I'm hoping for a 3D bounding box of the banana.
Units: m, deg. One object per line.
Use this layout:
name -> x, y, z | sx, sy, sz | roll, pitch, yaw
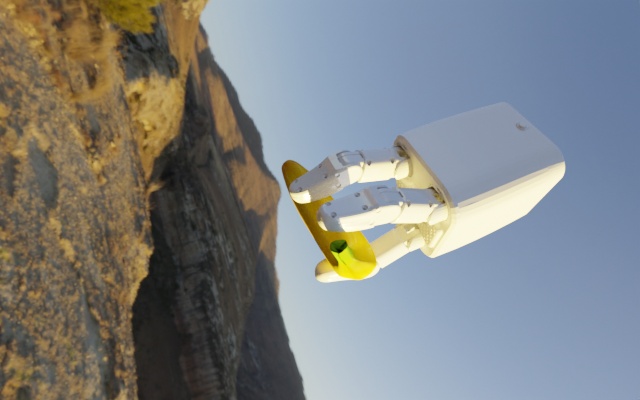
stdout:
banana -> 0.007, 0.018, 0.420 | 0.037, 0.070, 0.197 | -26, 26, -6
